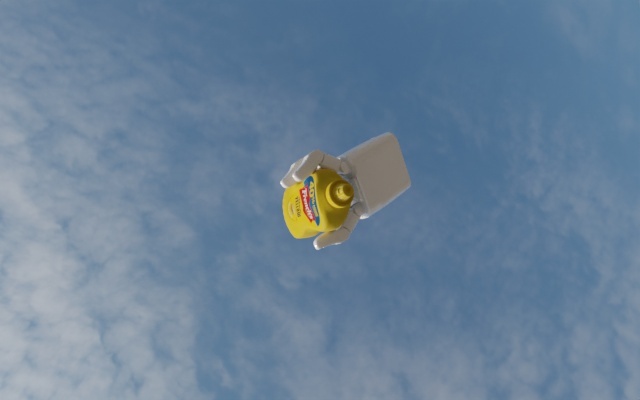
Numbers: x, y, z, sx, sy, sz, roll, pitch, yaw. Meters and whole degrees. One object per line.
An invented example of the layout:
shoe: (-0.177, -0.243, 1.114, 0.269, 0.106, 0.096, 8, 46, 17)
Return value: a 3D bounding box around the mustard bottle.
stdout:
mustard bottle: (0.000, 0.003, 0.750, 0.058, 0.096, 0.191, -4, -9, -26)
